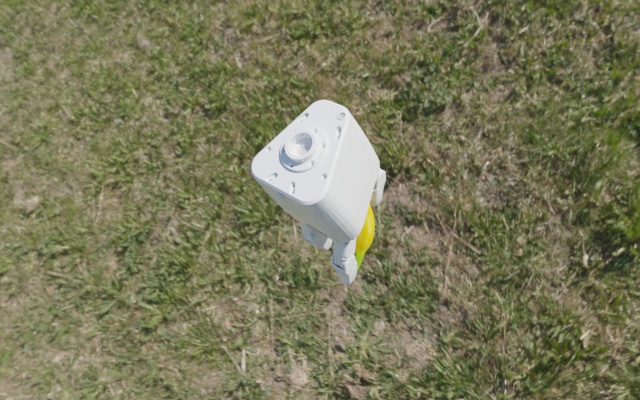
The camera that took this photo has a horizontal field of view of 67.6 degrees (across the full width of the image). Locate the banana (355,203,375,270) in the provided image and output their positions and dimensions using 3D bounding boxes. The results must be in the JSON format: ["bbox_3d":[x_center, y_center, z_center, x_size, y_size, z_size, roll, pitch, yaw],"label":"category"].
[{"bbox_3d":[0.017,-0.007,0.629,0.069,0.197,0.037,-37,-31,5],"label":"banana"}]
